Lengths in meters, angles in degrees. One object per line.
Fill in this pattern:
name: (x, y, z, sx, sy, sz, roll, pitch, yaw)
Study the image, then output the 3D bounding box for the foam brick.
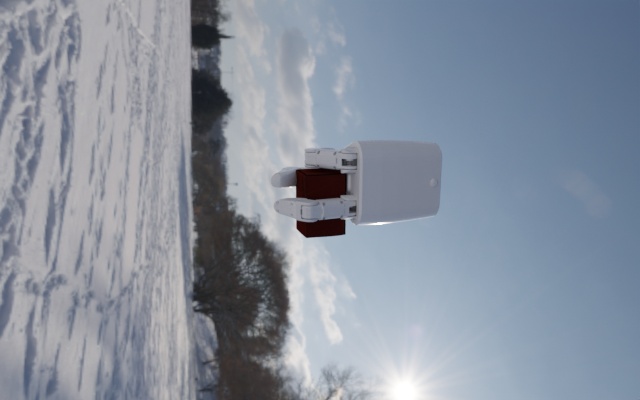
foam brick: (0.000, 0.002, 0.582, 0.051, 0.078, 0.053, -3, 12, -16)
